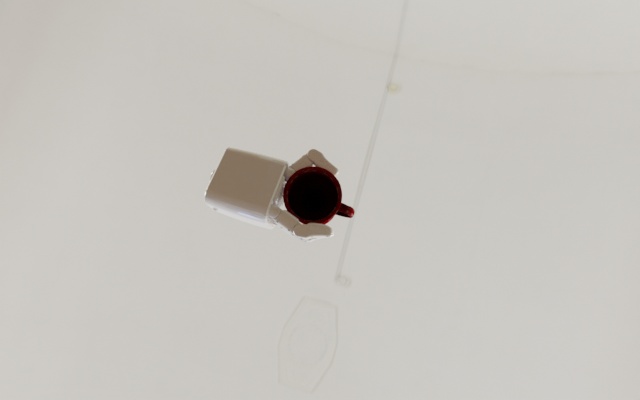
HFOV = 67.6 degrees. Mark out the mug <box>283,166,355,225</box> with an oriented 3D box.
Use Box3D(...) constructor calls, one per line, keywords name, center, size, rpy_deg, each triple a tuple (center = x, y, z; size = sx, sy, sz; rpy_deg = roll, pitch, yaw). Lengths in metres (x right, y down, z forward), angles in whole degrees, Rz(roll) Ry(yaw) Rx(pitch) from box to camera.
Box3D(name="mug", center=(0.002, 0.003, 0.783), size=(0.117, 0.093, 0.081), rpy_deg=(17, -10, 5))
